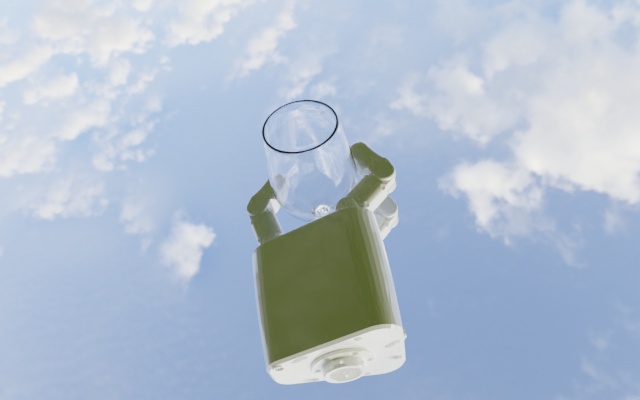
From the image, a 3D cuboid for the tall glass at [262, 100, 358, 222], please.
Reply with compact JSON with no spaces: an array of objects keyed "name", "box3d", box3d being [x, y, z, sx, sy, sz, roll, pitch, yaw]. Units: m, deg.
[{"name":"tall glass","box3d":[0.000,0.002,0.454,0.079,0.079,0.201,0,-38,12]}]
